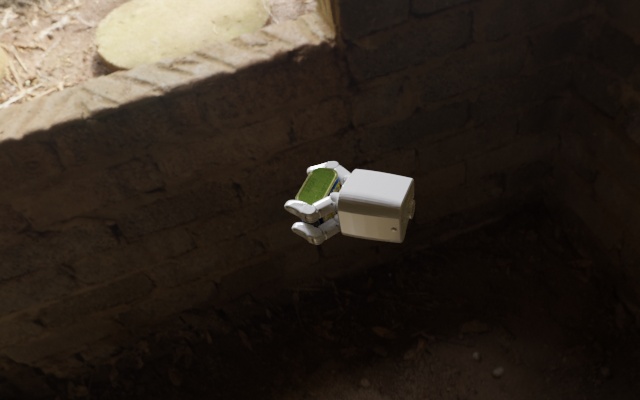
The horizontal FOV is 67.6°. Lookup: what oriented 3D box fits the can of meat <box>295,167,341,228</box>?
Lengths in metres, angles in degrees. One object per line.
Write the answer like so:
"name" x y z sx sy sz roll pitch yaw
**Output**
"can of meat" 0.000 0.002 0.851 0.057 0.102 0.084 12 -38 21
